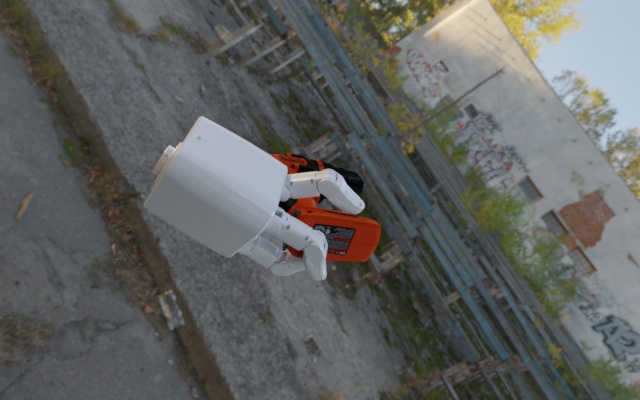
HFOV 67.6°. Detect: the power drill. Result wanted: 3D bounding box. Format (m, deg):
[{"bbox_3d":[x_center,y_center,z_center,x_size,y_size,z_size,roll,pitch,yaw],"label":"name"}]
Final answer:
[{"bbox_3d":[0.000,0.002,0.591,0.184,0.057,0.187,6,25,-26],"label":"power drill"}]
